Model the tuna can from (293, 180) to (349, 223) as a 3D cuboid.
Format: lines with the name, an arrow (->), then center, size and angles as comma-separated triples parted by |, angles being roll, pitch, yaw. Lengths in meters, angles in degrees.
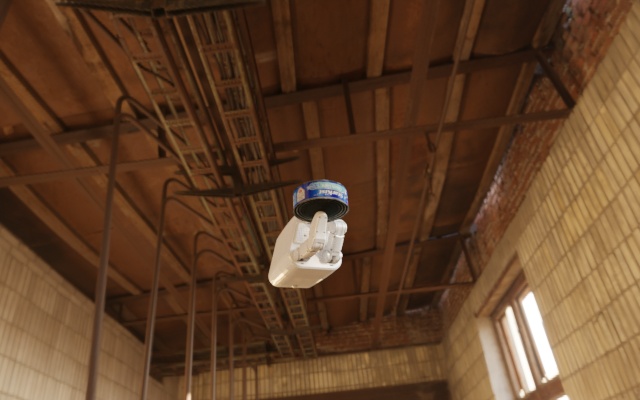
tuna can -> 0.000, 0.002, 0.740 | 0.086, 0.033, 0.086 | -3, -27, -1
